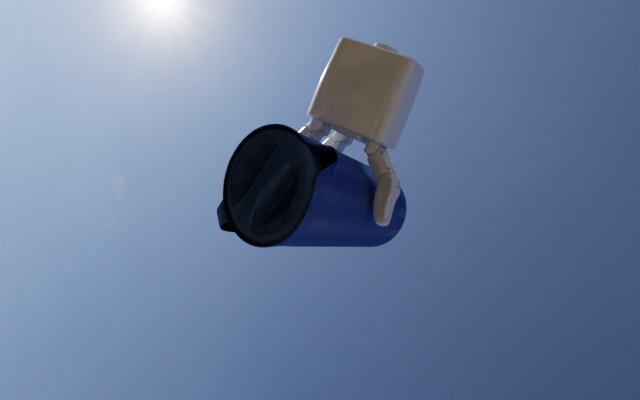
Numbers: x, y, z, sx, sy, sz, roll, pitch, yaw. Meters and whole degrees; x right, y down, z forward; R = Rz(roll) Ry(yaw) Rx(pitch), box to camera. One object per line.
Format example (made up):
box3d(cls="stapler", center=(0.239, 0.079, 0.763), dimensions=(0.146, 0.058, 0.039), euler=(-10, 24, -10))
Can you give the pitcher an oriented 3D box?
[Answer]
box3d(cls="pitcher", center=(0.000, 0.002, 0.602), dimensions=(0.149, 0.145, 0.243), euler=(25, 7, 37))
